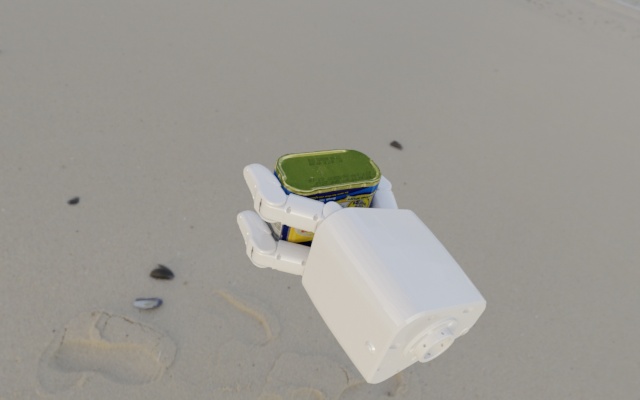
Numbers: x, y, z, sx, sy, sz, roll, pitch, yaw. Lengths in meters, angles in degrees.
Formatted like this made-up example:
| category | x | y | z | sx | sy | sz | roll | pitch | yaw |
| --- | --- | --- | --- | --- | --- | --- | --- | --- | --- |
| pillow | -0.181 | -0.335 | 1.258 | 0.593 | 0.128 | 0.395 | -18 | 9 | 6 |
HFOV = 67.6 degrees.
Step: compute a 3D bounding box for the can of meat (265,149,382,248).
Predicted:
| category | x | y | z | sx | sy | sz | roll | pitch | yaw |
| --- | --- | --- | --- | --- | --- | --- | --- | --- | --- |
| can of meat | 0.000 | 0.001 | 0.449 | 0.102 | 0.084 | 0.057 | -9 | 46 | -26 |
